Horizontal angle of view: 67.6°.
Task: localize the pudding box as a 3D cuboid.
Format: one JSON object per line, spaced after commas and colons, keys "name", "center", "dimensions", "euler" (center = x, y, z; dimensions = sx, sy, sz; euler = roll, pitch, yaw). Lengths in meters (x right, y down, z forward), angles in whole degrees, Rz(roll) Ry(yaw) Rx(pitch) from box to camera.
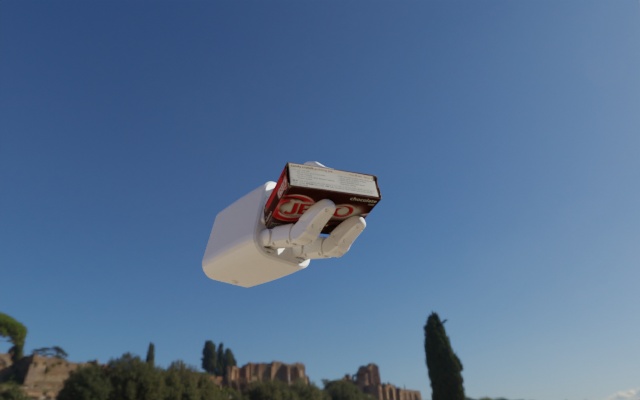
{"name": "pudding box", "center": [0.000, 0.002, 0.555], "dimensions": [0.113, 0.039, 0.090], "euler": [5, -33, -22]}
